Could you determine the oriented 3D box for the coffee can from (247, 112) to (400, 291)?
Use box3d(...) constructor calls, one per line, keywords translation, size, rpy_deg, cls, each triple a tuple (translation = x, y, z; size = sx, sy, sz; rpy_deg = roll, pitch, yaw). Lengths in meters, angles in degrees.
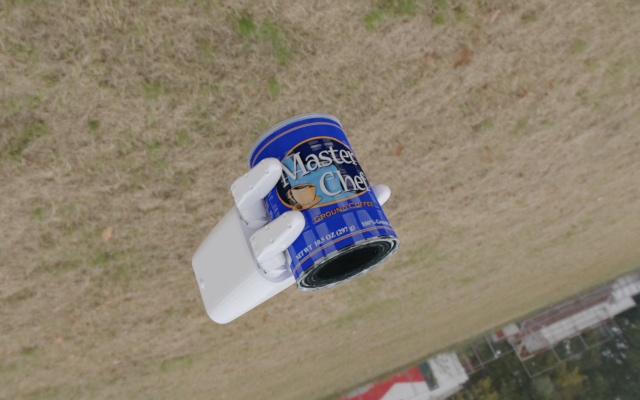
box3d(translation=(0.000, 0.001, 0.461), size=(0.103, 0.140, 0.103), rpy_deg=(-20, -23, -9), cls="coffee can")
